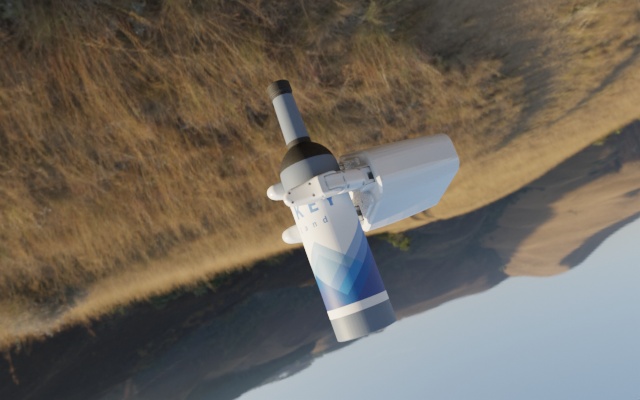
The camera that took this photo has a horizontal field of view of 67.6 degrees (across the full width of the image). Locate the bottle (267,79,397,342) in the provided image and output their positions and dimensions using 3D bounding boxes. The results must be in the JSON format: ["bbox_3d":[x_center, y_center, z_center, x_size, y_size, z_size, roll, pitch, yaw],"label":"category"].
[{"bbox_3d":[0.000,0.002,0.530,0.069,0.295,0.069,-19,-10,-4],"label":"bottle"}]
